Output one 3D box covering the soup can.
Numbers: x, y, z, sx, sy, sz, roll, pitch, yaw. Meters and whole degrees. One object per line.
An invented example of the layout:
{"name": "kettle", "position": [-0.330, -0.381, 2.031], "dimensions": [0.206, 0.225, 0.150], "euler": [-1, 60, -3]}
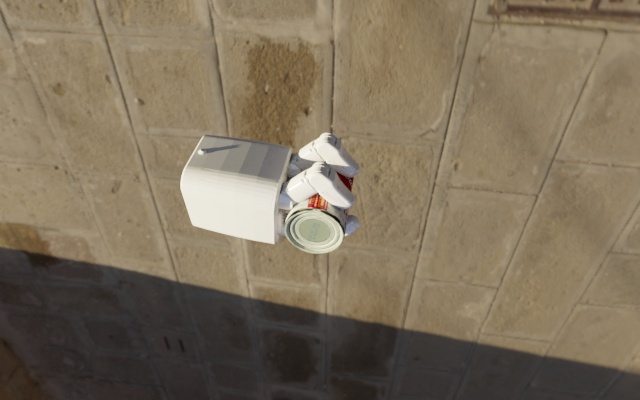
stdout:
{"name": "soup can", "position": [0.001, 0.002, 0.548], "dimensions": [0.068, 0.069, 0.102], "euler": [0, 41, 11]}
